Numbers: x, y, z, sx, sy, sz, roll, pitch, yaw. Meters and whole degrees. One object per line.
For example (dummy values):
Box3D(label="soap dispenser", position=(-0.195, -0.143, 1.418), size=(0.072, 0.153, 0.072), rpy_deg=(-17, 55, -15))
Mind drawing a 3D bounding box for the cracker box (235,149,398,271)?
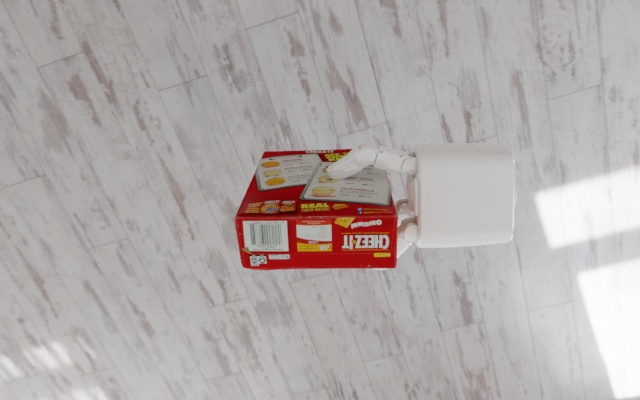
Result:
Box3D(label="cracker box", position=(0.000, 0.002, 0.576), size=(0.164, 0.072, 0.213), rpy_deg=(-1, 24, 2))
